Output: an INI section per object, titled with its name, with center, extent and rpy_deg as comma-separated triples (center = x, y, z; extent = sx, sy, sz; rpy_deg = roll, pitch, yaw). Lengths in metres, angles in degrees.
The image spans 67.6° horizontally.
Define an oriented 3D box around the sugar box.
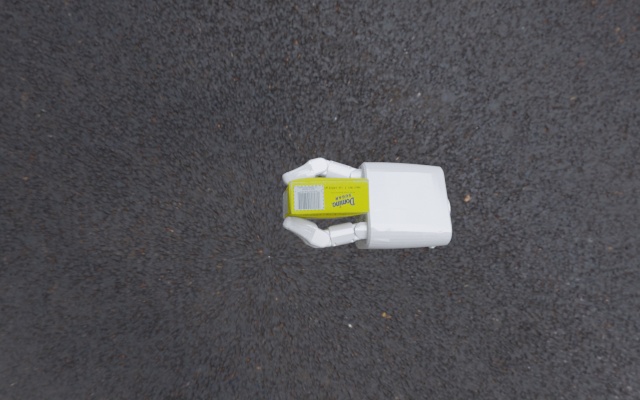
[sugar box]
center = 0.000, 0.003, 0.624
extent = 0.093, 0.048, 0.176
rpy_deg = 0, -7, -6
